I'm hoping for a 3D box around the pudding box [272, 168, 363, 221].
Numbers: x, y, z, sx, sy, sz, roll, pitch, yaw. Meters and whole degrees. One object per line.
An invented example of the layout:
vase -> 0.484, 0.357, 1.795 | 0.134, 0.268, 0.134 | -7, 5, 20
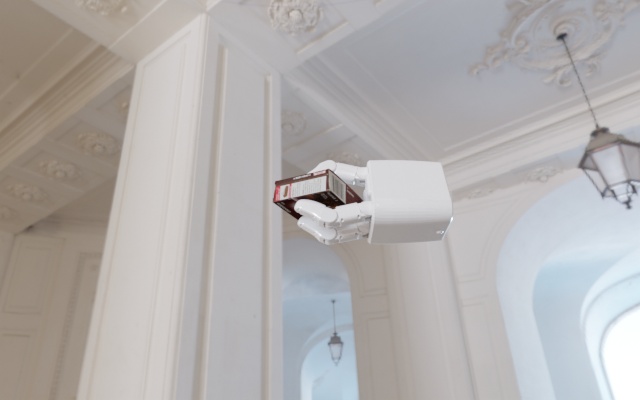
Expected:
pudding box -> 0.000, 0.002, 0.679 | 0.090, 0.039, 0.113 | -12, -32, 26
